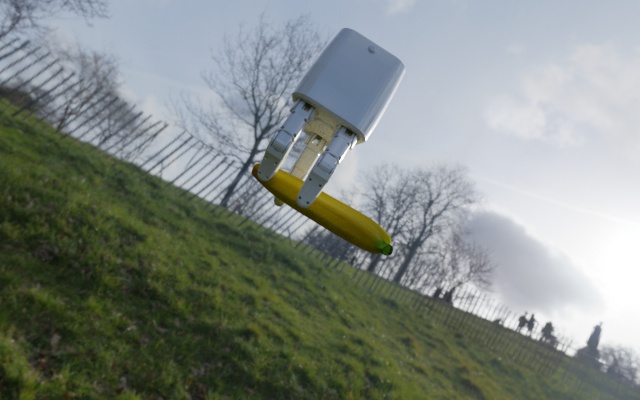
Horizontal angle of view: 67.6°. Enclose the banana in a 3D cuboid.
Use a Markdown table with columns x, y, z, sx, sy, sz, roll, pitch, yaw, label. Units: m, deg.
| x | y | z | sx | sy | sz | roll | pitch | yaw | label |
| --- | --- | --- | --- | --- | --- | --- | --- | --- | --- |
| 0.007 | 0.010 | 0.554 | 0.197 | 0.037 | 0.070 | 29 | -12 | 24 | banana |
